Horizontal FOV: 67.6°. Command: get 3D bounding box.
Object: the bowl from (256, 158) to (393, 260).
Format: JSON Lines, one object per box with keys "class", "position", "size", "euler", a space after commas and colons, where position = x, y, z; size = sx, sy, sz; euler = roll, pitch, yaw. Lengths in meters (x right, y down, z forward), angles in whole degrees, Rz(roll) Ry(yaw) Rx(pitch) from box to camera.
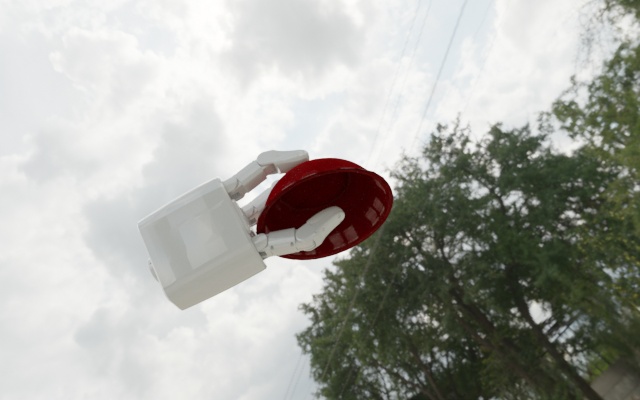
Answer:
{"class": "bowl", "position": [0.001, 0.001, 0.557], "size": [0.162, 0.055, 0.162], "euler": [-12, -38, -10]}
